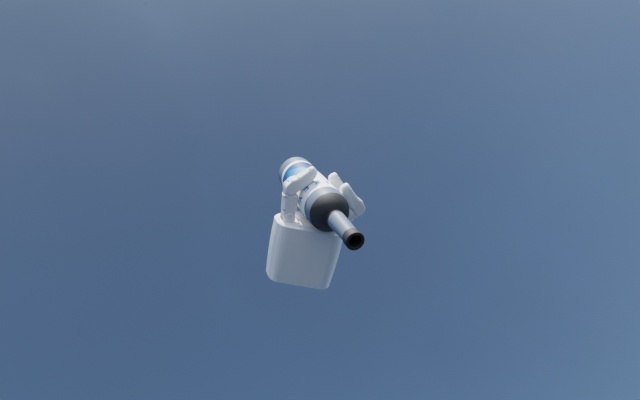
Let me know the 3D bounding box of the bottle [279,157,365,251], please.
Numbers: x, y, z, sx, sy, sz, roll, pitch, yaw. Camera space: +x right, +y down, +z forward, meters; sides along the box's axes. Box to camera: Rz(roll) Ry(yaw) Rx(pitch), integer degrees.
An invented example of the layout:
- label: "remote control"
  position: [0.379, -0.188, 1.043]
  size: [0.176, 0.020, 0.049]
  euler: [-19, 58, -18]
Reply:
- label: "bottle"
  position: [0.000, 0.002, 0.771]
  size: [0.069, 0.069, 0.295]
  euler: [0, 21, -20]
